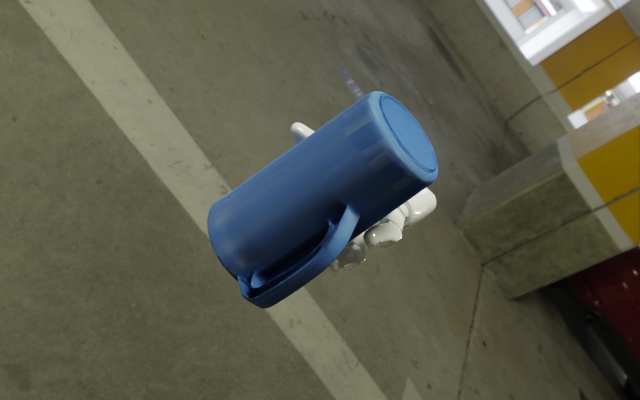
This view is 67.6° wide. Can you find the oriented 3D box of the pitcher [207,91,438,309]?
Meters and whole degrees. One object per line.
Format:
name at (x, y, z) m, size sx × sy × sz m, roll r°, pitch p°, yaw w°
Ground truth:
pitcher at (0.000, 0.002, 0.514) m, size 0.243 × 0.149 × 0.145 m, roll -35°, pitch -14°, yaw 29°
